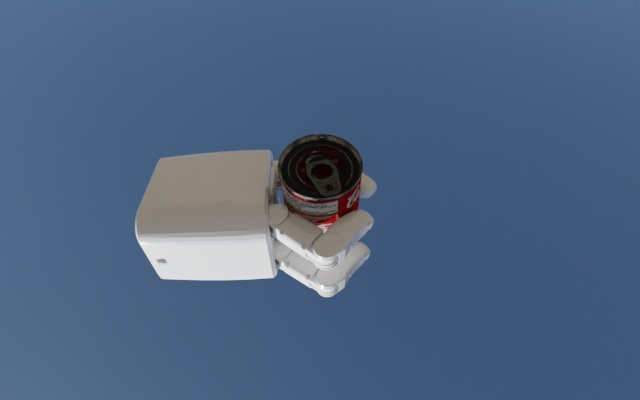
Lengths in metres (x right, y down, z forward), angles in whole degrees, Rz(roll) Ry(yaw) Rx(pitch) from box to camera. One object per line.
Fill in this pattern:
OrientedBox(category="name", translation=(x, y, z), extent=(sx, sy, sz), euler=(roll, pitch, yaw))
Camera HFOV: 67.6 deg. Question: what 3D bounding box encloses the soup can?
OrientedBox(category="soup can", translation=(0.001, 0.001, 0.420), extent=(0.068, 0.068, 0.102), euler=(0, -36, 0))
